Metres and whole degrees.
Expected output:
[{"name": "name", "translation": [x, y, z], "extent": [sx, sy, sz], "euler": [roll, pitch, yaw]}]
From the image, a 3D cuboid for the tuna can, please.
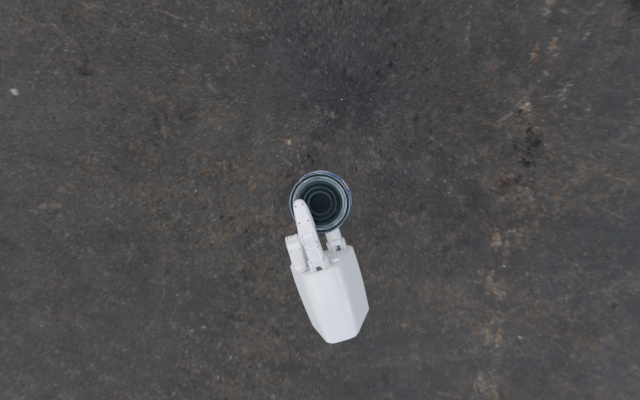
[{"name": "tuna can", "translation": [0.000, 0.002, 0.659], "extent": [0.086, 0.086, 0.033], "euler": [0, 7, 4]}]
